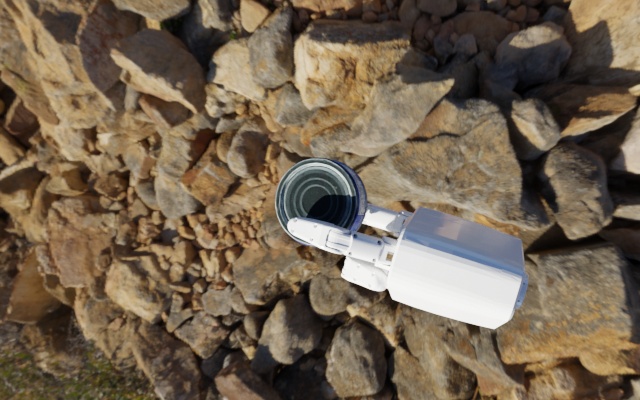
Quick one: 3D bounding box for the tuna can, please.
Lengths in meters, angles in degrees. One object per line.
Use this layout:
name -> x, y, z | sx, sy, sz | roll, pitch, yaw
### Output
tuna can -> 0.000, 0.001, 0.463 | 0.086, 0.086, 0.034 | 0, -1, 20
